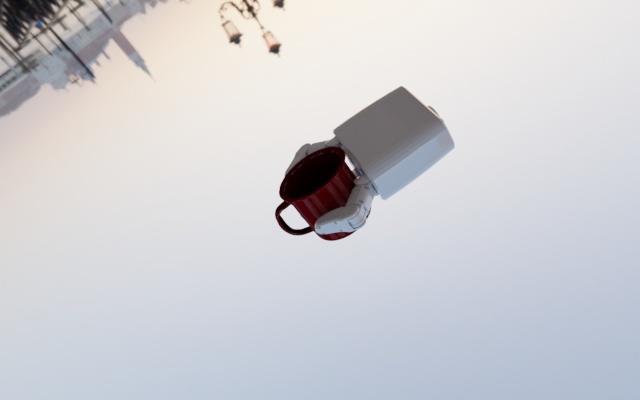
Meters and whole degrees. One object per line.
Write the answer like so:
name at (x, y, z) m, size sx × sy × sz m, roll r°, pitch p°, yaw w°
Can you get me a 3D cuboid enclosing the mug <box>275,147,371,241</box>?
mug at (-0.001, 0.003, 0.584) m, size 0.117 × 0.081 × 0.093 m, roll -35°, pitch 30°, yaw 4°
